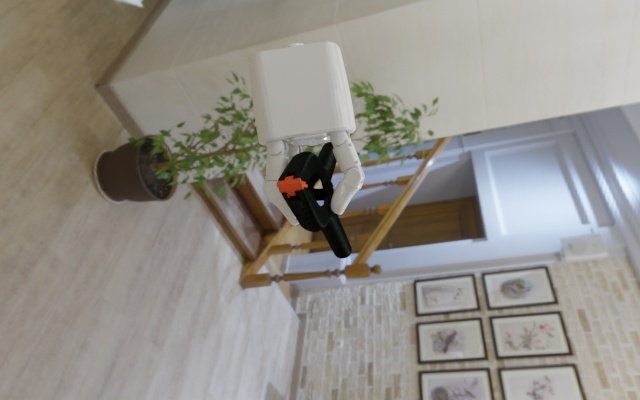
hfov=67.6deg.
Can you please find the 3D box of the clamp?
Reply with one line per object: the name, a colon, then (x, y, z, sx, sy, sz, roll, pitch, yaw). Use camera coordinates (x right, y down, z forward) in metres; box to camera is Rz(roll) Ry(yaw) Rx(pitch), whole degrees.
clamp: (0.001, 0.002, 0.591, 0.036, 0.164, 0.210, -10, 0, 16)
